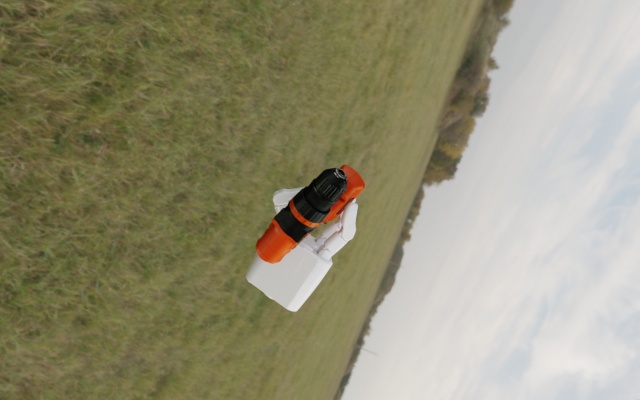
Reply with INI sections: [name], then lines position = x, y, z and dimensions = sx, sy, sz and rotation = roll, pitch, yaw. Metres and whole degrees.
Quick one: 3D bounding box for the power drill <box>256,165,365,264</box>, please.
[power drill]
position = 0.000, 0.002, 0.717
dimensions = 0.184, 0.057, 0.187
rotation = -45, -6, 30
